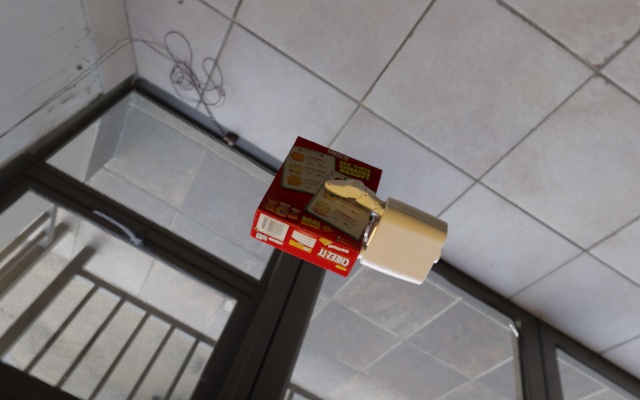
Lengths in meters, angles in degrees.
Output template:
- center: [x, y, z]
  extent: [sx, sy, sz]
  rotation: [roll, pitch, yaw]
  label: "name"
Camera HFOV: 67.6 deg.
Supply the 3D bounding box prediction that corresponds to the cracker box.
- center: [0.000, 0.003, 0.779]
  extent: [0.164, 0.072, 0.213]
  rotation: [22, 41, 0]
  label: "cracker box"
